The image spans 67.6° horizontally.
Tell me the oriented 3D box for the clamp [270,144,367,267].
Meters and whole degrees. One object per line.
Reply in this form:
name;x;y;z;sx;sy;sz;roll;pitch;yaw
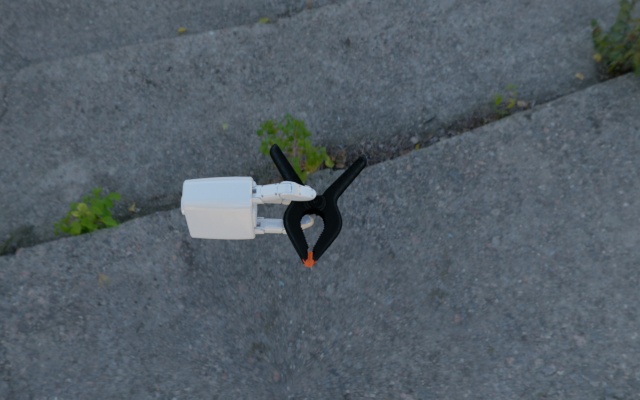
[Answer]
clamp;0.000;0.003;0.777;0.164;0.210;0.036;0;-22;-5
